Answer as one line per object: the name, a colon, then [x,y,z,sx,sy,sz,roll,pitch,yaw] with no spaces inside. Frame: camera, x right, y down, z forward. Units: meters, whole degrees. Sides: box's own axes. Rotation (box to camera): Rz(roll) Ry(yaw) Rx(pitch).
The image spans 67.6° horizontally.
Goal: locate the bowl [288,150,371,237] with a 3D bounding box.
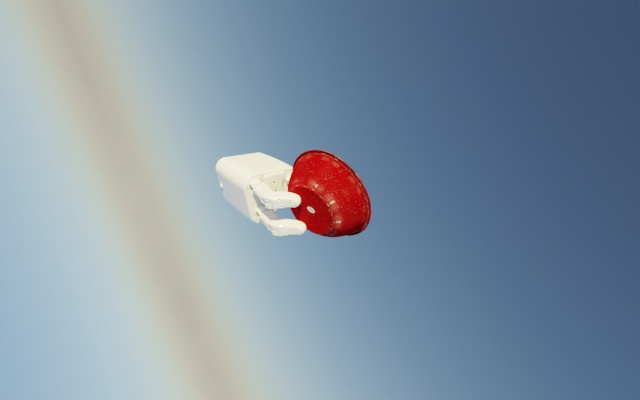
bowl: [0.001,0.003,0.762,0.162,0.162,0.055,0,31,45]
